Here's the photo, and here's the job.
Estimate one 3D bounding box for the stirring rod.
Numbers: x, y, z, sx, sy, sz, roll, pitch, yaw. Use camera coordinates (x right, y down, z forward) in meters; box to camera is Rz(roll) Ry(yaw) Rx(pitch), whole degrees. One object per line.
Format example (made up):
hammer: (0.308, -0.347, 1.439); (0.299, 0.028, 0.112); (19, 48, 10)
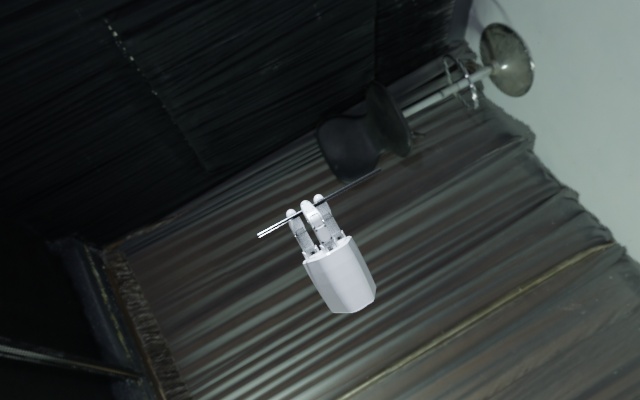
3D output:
stirring rod: (0.000, 0.003, 0.818); (0.239, 0.011, 0.011); (-29, 4, -7)
